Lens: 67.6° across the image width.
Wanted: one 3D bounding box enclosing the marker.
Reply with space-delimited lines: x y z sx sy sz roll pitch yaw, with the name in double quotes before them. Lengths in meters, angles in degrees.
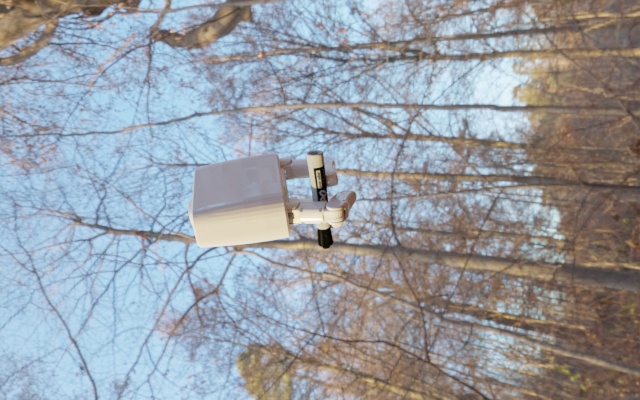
"marker" 0.000 0.002 0.553 0.020 0.121 0.020 -6 24 3
